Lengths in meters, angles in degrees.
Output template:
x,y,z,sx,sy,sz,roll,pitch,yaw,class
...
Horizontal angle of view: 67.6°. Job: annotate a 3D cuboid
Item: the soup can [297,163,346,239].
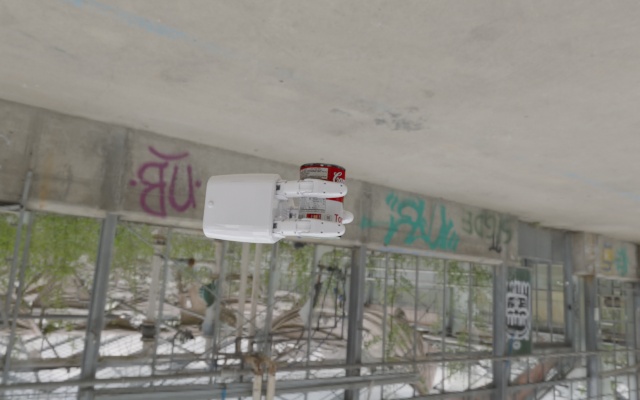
x,y,z,sx,sy,sz,roll,pitch,yaw,class
0.001,0.003,0.696,0.068,0.102,0.068,4,-9,1,soup can
